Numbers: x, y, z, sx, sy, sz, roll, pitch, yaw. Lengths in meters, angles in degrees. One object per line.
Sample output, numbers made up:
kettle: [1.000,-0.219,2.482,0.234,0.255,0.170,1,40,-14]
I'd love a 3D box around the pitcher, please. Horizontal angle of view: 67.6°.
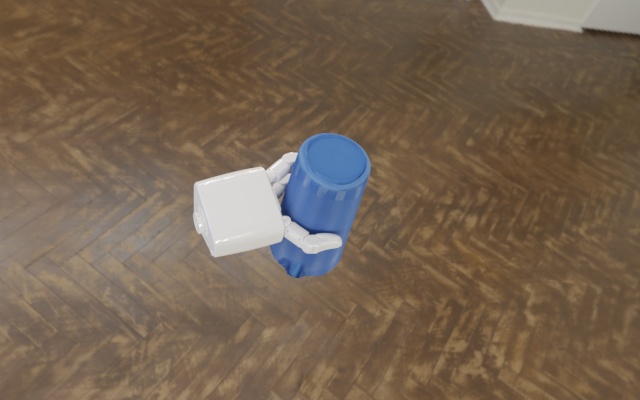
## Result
pitcher: [0.000,0.003,0.776,0.145,0.149,0.243,-15,-32,-24]
